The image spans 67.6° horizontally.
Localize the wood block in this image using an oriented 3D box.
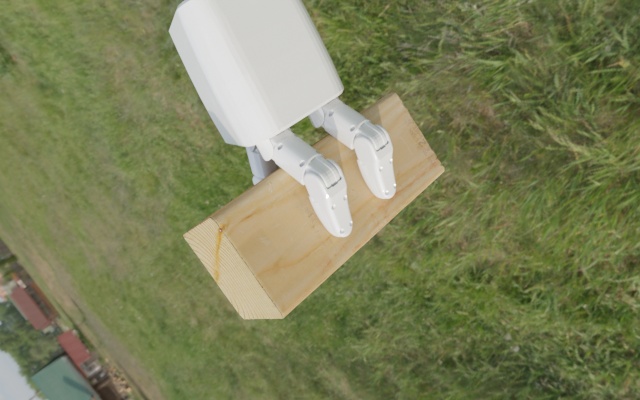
[{"bbox_3d":[0.000,0.001,0.416,0.206,0.090,0.091,-38,7,-30],"label":"wood block"}]
